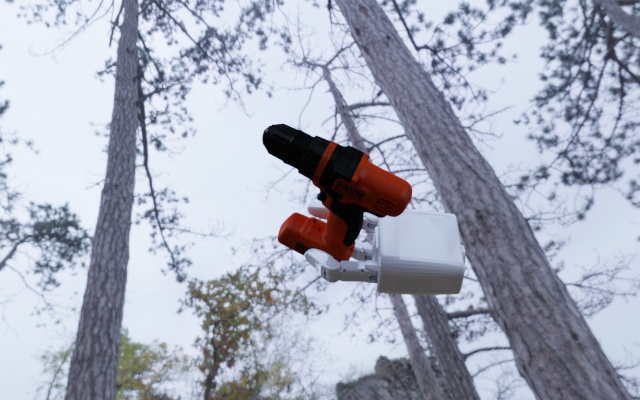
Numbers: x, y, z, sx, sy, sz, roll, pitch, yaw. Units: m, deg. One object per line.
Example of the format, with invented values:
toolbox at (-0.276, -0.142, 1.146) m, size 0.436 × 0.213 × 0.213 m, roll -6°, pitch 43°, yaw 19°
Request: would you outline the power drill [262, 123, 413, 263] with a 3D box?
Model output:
power drill at (0.000, 0.002, 0.598) m, size 0.184 × 0.057 × 0.188 m, roll 27°, pitch -37°, yaw 3°
